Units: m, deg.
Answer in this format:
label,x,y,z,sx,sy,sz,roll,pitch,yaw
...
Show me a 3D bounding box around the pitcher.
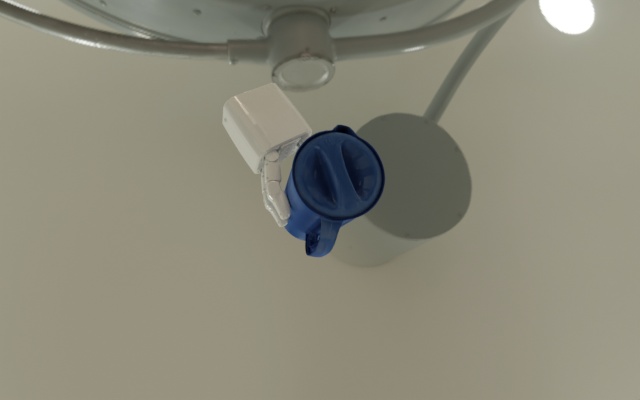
label,x,y,z,sx,sy,sz,roll,pitch,yaw
pitcher,0.000,0.002,0.765,0.149,0.145,0.243,-36,-6,-19
